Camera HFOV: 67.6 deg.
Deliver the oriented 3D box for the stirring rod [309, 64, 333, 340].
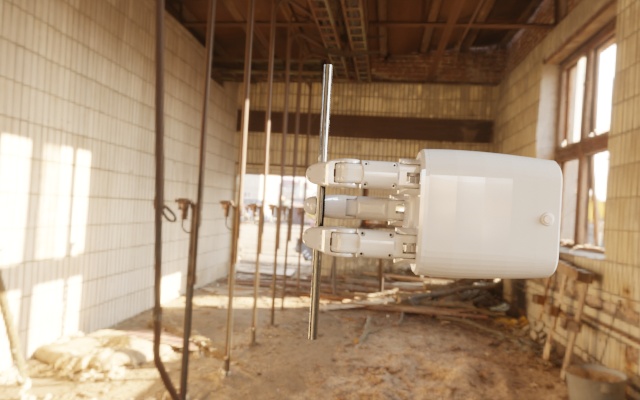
[{"bbox_3d":[0.000,0.001,0.420,0.011,0.239,0.011,3,0,0],"label":"stirring rod"}]
